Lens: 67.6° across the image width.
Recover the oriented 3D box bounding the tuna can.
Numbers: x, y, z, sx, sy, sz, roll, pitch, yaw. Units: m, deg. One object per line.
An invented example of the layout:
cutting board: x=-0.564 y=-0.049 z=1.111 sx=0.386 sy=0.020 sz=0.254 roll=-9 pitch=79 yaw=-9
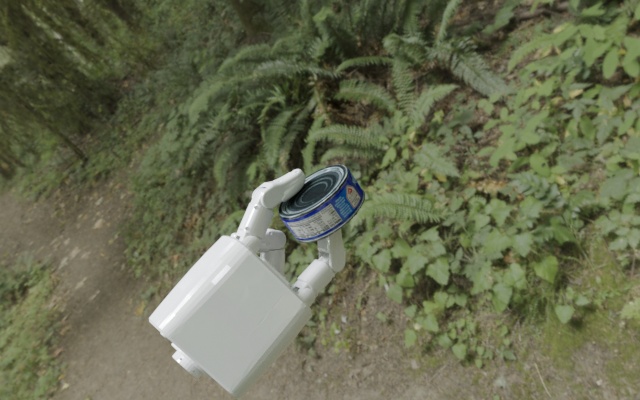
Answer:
tuna can: x=0.000 y=0.001 z=0.483 sx=0.086 sy=0.034 sz=0.086 roll=-29 pitch=23 yaw=14
